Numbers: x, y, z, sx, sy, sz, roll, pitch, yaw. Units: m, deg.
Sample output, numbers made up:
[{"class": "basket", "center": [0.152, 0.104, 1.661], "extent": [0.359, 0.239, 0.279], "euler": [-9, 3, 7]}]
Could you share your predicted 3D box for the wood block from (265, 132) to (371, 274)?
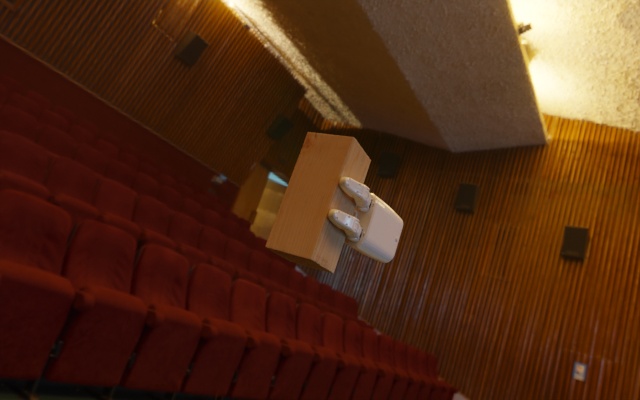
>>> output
[{"class": "wood block", "center": [0.000, 0.003, 0.787], "extent": [0.091, 0.206, 0.090], "euler": [11, -17, 30]}]
